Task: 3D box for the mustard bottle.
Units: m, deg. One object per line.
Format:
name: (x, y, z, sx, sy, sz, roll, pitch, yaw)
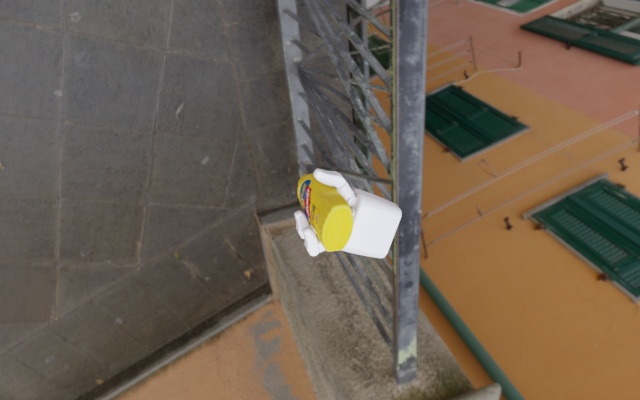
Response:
mustard bottle: (0.000, 0.003, 0.882, 0.058, 0.096, 0.191, -7, 32, -18)
